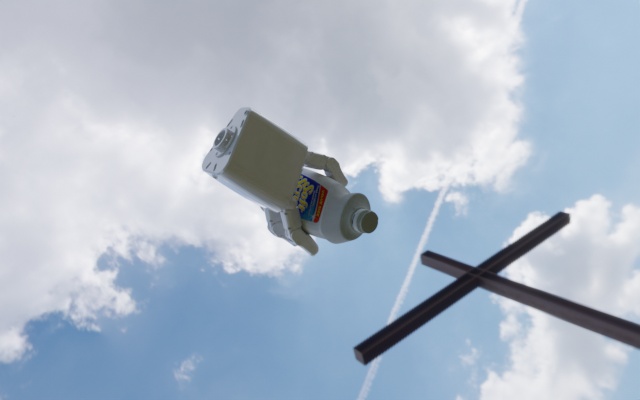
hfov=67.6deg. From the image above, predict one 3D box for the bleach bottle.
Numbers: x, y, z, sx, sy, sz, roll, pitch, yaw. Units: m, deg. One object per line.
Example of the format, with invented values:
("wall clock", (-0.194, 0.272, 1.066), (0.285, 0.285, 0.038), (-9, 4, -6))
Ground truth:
("bleach bottle", (0.000, 0.002, 0.710), (0.068, 0.102, 0.251), (33, -10, -32))
